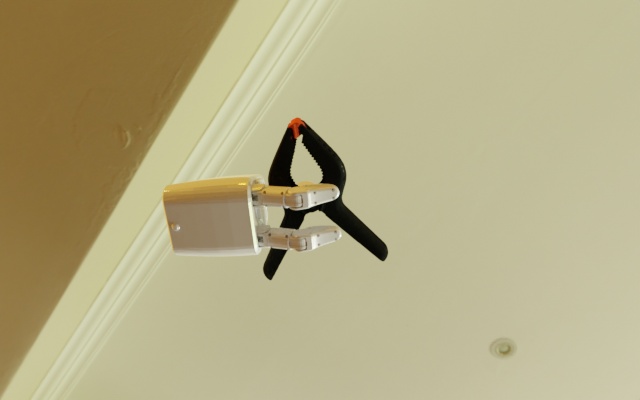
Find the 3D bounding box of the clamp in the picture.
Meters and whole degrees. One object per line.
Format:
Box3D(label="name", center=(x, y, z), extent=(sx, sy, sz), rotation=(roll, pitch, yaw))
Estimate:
Box3D(label="clamp", center=(0.000, 0.001, 0.591), extent=(0.164, 0.210, 0.036), rotation=(-4, 23, 0))
